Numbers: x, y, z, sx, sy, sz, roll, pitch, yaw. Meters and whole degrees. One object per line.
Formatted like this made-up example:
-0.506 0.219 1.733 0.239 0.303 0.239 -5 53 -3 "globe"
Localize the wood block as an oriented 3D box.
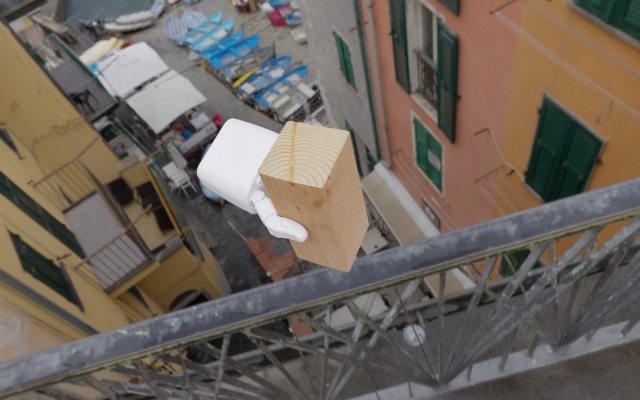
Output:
0.000 0.002 0.652 0.090 0.090 0.206 14 -31 23 "wood block"
